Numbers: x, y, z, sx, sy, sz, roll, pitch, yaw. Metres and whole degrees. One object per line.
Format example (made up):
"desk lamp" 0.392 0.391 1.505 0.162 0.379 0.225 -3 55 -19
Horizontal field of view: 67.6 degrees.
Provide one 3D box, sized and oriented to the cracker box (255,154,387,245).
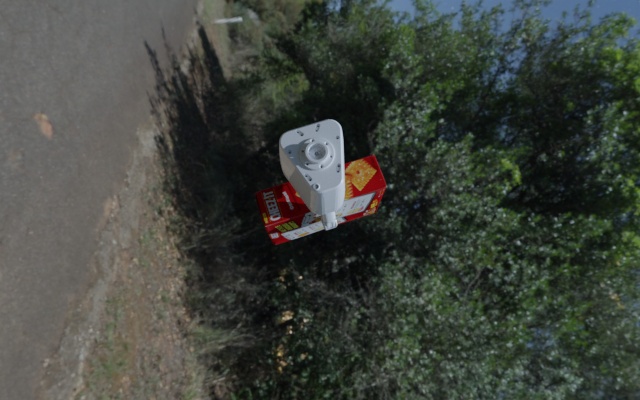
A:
"cracker box" 0.000 0.003 0.863 0.213 0.072 0.164 -17 -16 -5
